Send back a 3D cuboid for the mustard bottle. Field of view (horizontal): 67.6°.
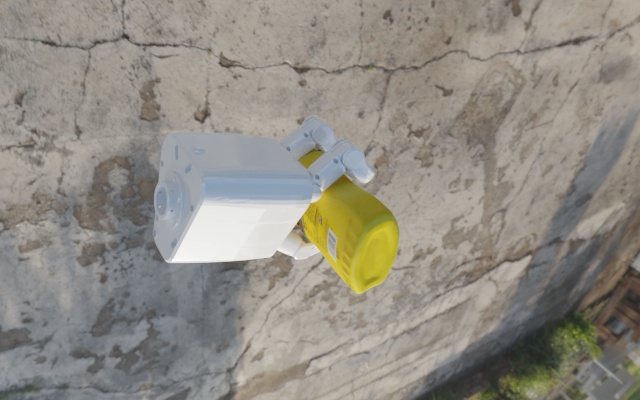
[{"bbox_3d":[0.001,0.002,0.497,0.058,0.096,0.191,-23,45,-24],"label":"mustard bottle"}]
